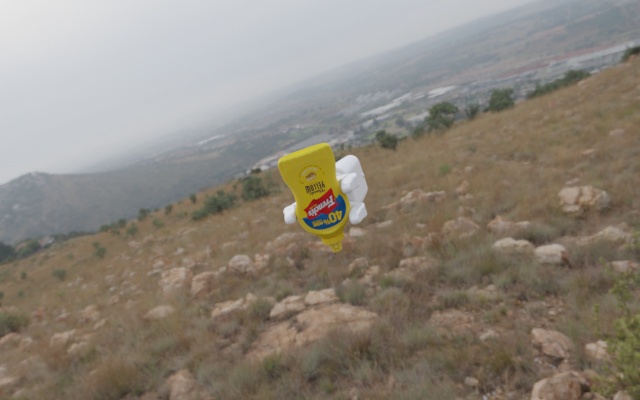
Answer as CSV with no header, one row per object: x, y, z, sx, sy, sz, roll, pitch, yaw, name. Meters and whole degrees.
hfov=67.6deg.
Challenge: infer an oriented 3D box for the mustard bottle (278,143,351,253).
0.000,0.003,0.839,0.096,0.192,0.058,-19,14,0,mustard bottle
